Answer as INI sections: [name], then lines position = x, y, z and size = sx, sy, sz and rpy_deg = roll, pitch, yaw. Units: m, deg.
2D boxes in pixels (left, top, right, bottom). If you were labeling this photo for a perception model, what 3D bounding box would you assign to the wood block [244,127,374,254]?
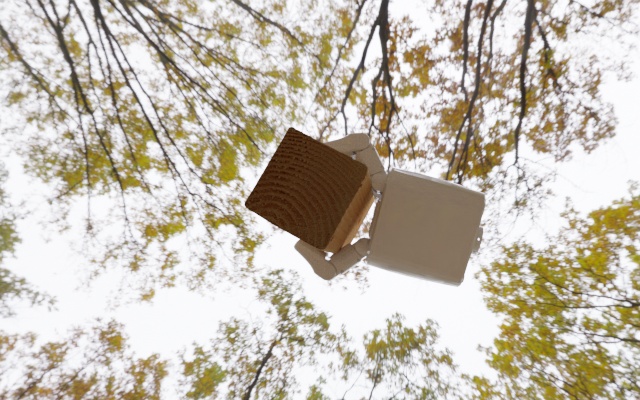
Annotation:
[wood block]
position = 0.000, 0.002, 0.541
size = 0.090, 0.091, 0.206
rpy_deg = 29, -4, 11
